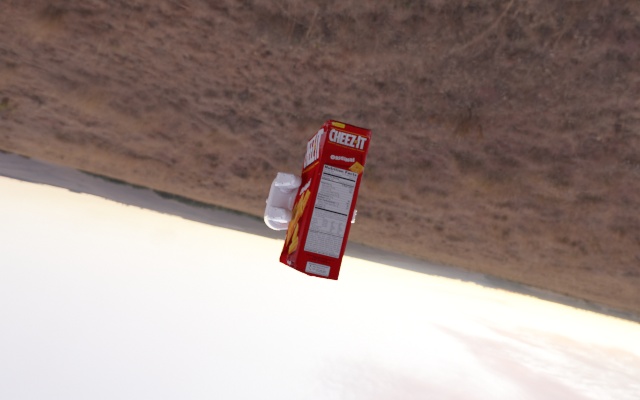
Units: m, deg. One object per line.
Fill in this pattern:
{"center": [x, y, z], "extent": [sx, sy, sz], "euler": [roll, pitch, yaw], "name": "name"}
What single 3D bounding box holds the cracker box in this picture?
{"center": [0.000, 0.003, 0.714], "extent": [0.072, 0.213, 0.164], "euler": [14, -5, -11], "name": "cracker box"}
